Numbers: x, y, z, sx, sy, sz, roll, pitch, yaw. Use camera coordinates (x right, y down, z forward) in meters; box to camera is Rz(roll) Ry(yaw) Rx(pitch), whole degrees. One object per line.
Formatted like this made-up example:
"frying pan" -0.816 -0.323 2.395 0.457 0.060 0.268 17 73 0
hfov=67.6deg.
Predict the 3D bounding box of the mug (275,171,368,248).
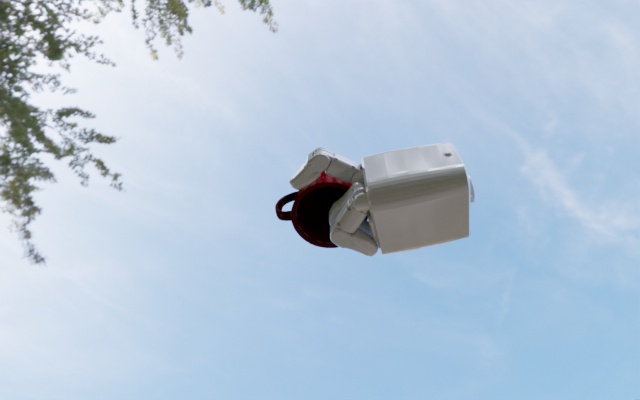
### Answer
"mug" -0.001 0.002 0.609 0.117 0.093 0.081 -11 29 8
